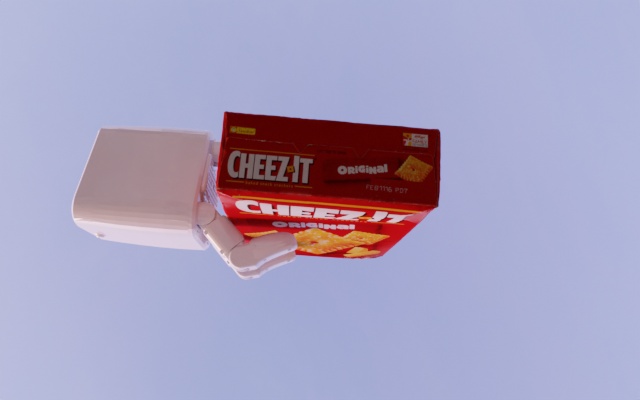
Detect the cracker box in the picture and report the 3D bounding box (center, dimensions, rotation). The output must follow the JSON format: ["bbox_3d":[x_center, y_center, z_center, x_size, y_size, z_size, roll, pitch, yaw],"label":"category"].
[{"bbox_3d":[0.000,0.001,0.445,0.164,0.072,0.214,4,-16,-3],"label":"cracker box"}]
